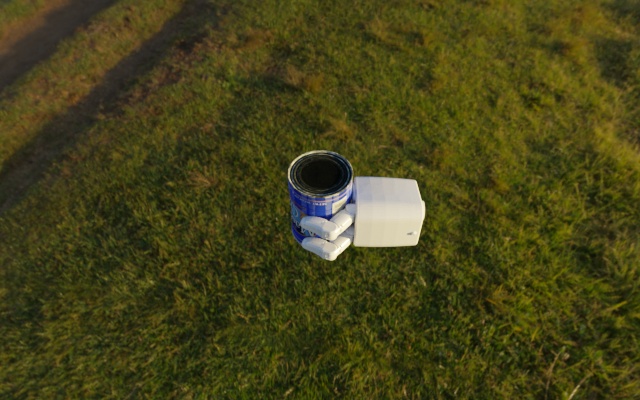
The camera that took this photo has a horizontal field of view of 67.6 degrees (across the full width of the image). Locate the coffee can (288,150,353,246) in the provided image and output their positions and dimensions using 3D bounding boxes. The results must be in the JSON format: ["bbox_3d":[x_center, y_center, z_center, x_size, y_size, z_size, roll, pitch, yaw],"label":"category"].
[{"bbox_3d":[0.000,0.003,0.792,0.103,0.102,0.140,0,-41,0],"label":"coffee can"}]
